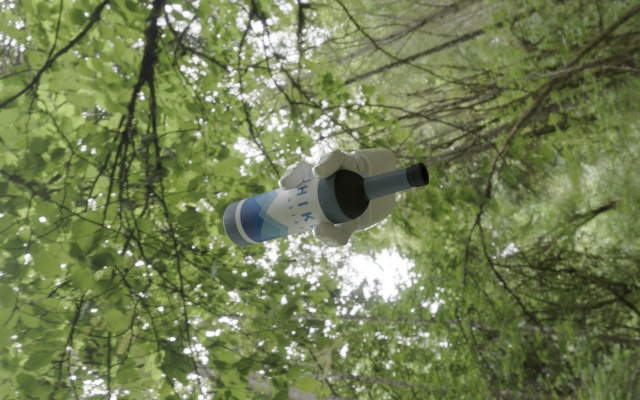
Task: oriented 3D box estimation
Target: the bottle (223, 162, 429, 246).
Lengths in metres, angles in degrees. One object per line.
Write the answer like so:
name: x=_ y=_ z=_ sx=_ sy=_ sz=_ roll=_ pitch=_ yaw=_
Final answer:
bottle: x=0.000 y=0.002 z=0.628 sx=0.296 sy=0.069 sz=0.069 roll=-15 pitch=-8 yaw=32
